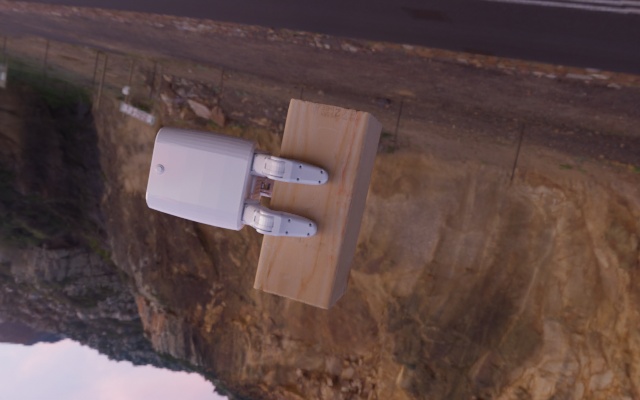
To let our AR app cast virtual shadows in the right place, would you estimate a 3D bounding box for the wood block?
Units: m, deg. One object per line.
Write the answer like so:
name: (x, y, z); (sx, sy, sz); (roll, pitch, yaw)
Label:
wood block: (0.000, 0.002, 0.536); (0.090, 0.206, 0.091); (13, 5, 14)
